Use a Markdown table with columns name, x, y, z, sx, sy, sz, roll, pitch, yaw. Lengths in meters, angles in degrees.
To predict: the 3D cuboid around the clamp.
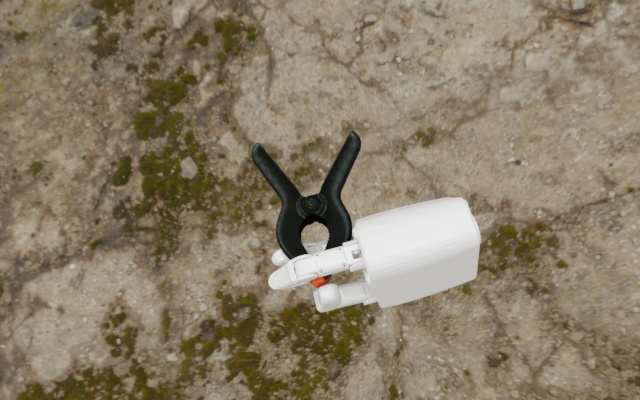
| name | x | y | z | sx | sy | sz | roll | pitch | yaw |
| --- | --- | --- | --- | --- | --- | --- | --- | --- | --- |
| clamp | 0.000 | 0.002 | 0.503 | 0.120 | 0.171 | 0.039 | -17 | -18 | 5 |
